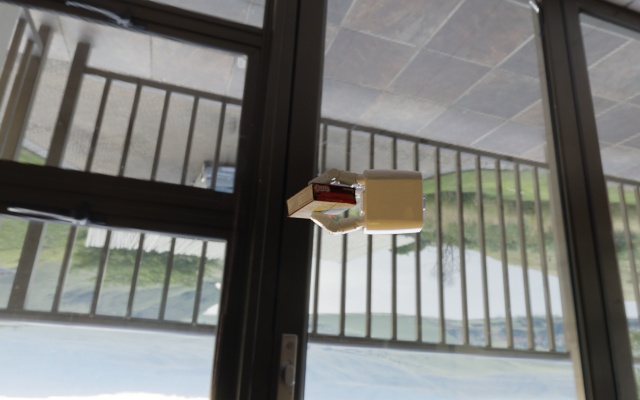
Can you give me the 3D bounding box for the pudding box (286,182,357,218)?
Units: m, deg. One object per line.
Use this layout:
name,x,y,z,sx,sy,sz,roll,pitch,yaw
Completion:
pudding box,0.000,0.003,0.880,0.090,0.039,0.113,7,-22,-28
